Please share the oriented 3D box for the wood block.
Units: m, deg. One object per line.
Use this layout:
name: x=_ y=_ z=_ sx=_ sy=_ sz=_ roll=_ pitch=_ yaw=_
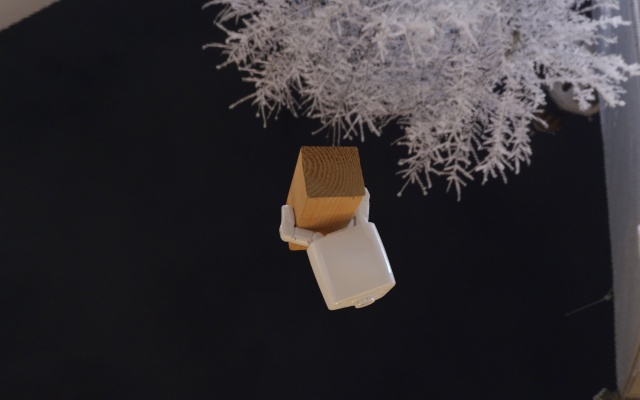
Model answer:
wood block: x=0.000 y=0.003 z=0.797 sx=0.091 sy=0.090 sz=0.206 roll=-2 pitch=-27 yaw=-13
